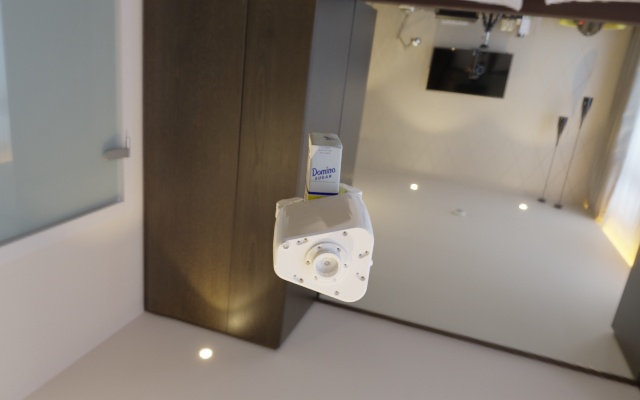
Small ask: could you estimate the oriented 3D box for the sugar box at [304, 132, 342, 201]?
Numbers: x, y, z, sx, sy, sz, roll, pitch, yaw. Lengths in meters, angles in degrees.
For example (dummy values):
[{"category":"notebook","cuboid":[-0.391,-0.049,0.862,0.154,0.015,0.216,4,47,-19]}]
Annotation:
[{"category":"sugar box","cuboid":[0.001,0.002,0.649,0.048,0.176,0.093,5,18,-5]}]
